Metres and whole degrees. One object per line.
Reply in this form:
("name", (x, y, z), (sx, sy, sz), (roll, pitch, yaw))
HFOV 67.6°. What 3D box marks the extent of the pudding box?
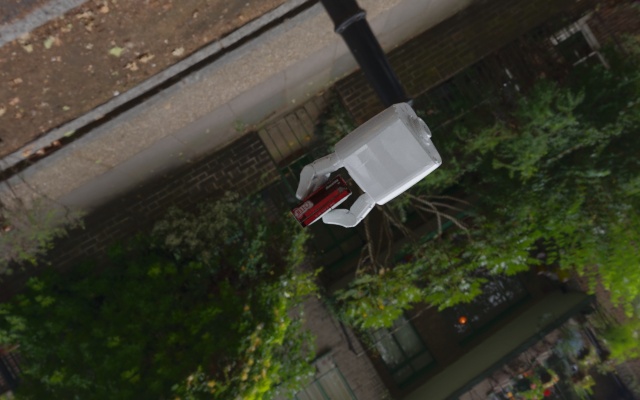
("pudding box", (0.000, 0.003, 0.739), (0.090, 0.039, 0.113), (-36, -3, -1))
